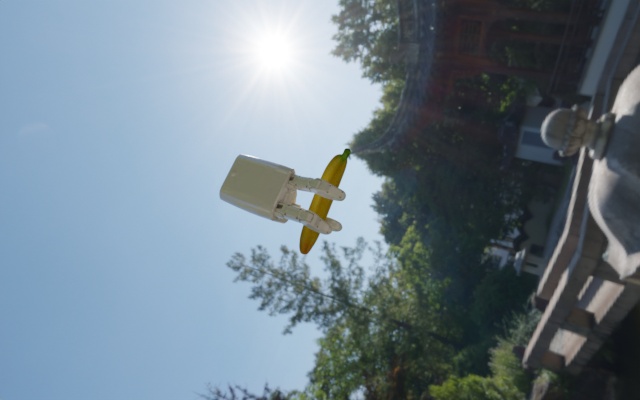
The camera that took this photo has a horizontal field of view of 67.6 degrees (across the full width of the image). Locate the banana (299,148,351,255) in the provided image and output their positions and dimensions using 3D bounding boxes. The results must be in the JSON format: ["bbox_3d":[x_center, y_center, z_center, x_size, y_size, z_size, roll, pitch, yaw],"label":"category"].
[{"bbox_3d":[0.003,-0.001,0.844,0.037,0.198,0.069,22,4,5],"label":"banana"}]
